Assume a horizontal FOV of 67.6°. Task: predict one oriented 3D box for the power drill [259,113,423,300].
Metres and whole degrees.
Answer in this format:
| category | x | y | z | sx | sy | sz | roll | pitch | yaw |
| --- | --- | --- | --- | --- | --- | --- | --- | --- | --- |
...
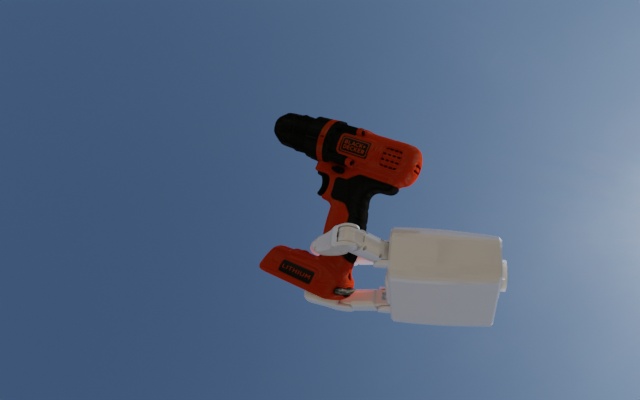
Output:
| category | x | y | z | sx | sy | sz | roll | pitch | yaw |
| --- | --- | --- | --- | --- | --- | --- | --- | --- | --- |
| power drill | 0.000 | 0.002 | 0.532 | 0.184 | 0.187 | 0.057 | 21 | 1 | 29 |
